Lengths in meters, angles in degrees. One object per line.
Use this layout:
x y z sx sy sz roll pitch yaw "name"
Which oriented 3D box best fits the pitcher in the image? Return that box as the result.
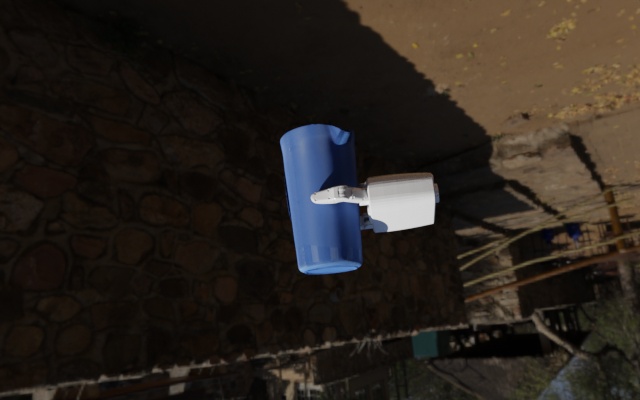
0.000 0.003 0.831 0.145 0.242 0.149 -7 -14 7 "pitcher"
